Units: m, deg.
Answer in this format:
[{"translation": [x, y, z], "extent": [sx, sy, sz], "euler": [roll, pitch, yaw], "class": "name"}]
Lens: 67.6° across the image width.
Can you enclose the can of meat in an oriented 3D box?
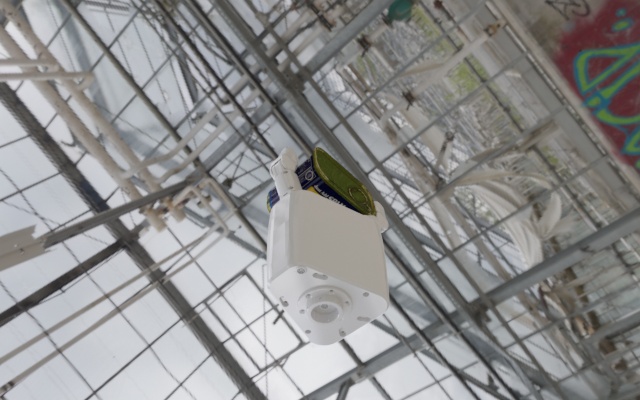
[{"translation": [0.000, 0.002, 0.559], "extent": [0.084, 0.057, 0.102], "euler": [-38, -58, 22], "class": "can of meat"}]
